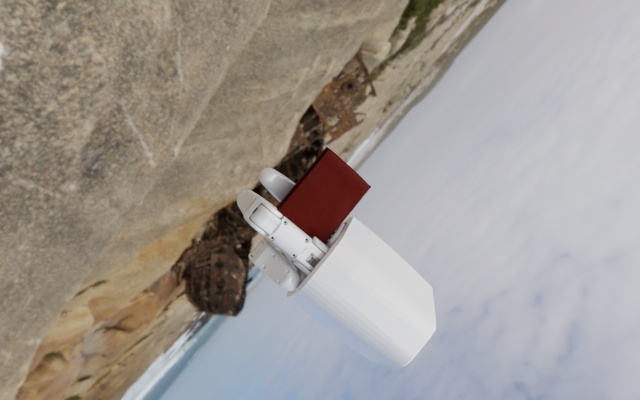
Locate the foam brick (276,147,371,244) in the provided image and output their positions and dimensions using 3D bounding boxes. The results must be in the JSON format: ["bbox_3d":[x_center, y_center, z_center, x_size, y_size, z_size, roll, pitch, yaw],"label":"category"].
[{"bbox_3d":[0.000,0.001,0.423,0.051,0.078,0.053,39,-1,2],"label":"foam brick"}]
